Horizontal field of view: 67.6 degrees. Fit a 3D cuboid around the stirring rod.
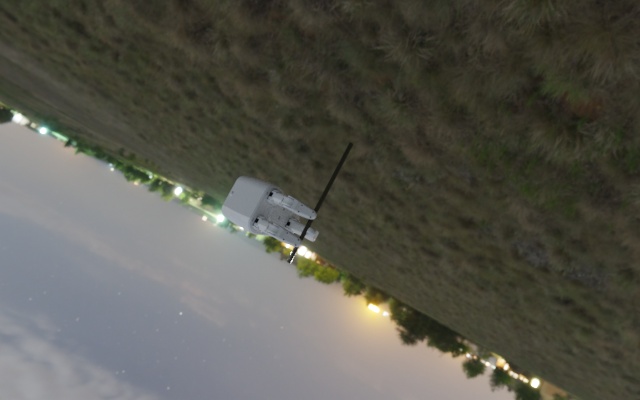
[{"bbox_3d":[0.000,0.003,0.845,0.011,0.239,0.011,27,-7,4],"label":"stirring rod"}]
